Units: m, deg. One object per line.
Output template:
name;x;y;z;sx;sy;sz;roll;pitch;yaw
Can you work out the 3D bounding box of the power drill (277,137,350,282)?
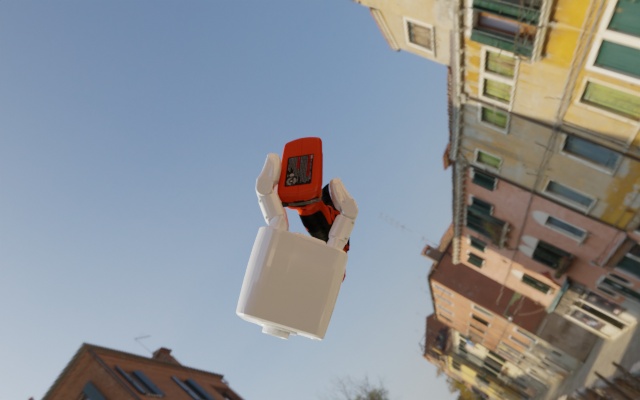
power drill;0.000;0.002;0.674;0.057;0.184;0.188;-10;-42;13
